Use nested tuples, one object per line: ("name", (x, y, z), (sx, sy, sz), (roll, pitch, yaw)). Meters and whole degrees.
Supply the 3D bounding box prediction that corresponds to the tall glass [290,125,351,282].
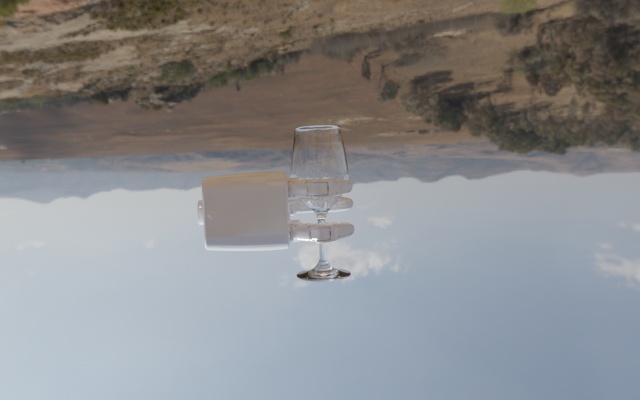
("tall glass", (0.000, 0.003, 0.642), (0.079, 0.201, 0.079), (-2, 4, 0))
